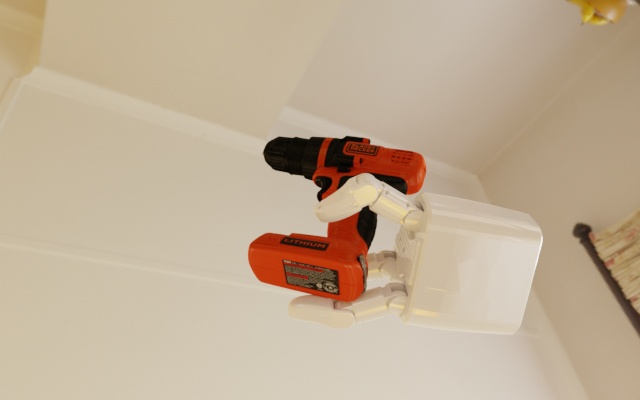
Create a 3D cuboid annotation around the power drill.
[{"bbox_3d":[0.000,0.002,0.478,0.184,0.057,0.187,8,45,19],"label":"power drill"}]
